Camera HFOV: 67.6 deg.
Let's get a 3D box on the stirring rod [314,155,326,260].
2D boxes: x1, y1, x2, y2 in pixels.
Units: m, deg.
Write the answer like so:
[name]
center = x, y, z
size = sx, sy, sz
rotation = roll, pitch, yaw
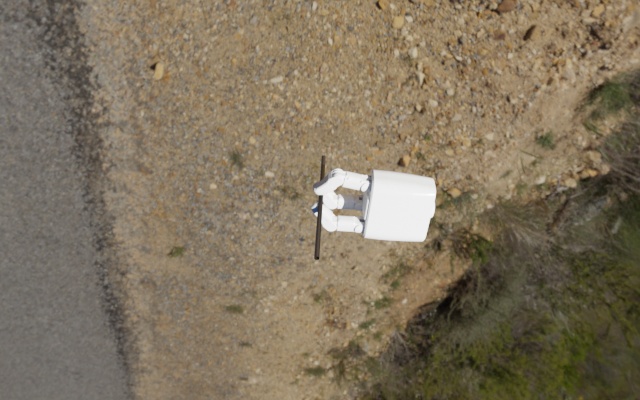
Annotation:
[stirring rod]
center = 0.000, 0.002, 0.788
size = 0.011, 0.011, 0.239
rotation = 0, 43, 4
